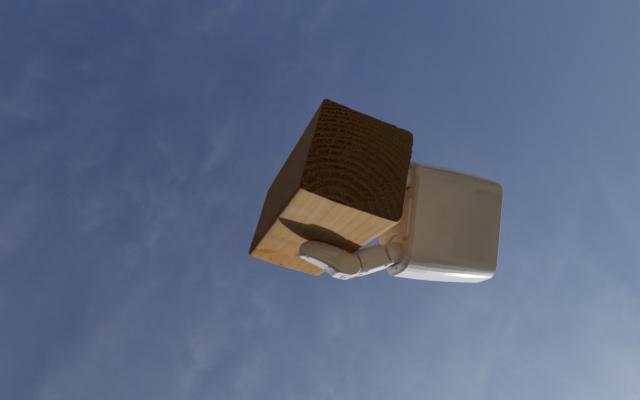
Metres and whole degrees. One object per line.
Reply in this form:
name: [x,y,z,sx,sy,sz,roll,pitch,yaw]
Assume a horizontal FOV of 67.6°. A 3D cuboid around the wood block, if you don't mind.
wood block: [0.000,0.002,0.482,0.090,0.090,0.206,19,-26,-12]
